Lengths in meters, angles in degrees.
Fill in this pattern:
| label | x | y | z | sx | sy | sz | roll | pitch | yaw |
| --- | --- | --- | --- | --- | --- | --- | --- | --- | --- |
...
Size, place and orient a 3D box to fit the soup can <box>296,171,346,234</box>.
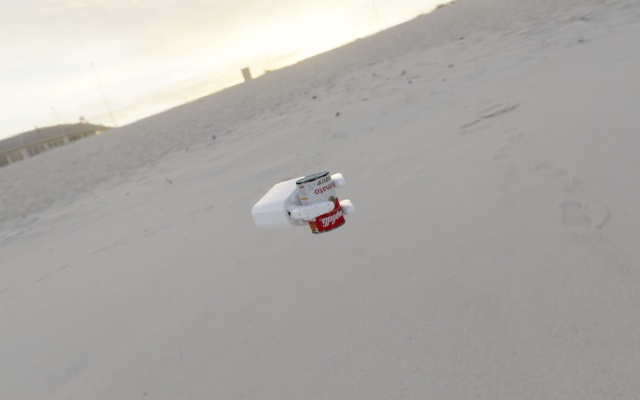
| label | x | y | z | sx | sy | sz | roll | pitch | yaw |
| --- | --- | --- | --- | --- | --- | --- | --- | --- | --- |
| soup can | 0.000 | 0.003 | 0.893 | 0.068 | 0.102 | 0.068 | -18 | 10 | 3 |
